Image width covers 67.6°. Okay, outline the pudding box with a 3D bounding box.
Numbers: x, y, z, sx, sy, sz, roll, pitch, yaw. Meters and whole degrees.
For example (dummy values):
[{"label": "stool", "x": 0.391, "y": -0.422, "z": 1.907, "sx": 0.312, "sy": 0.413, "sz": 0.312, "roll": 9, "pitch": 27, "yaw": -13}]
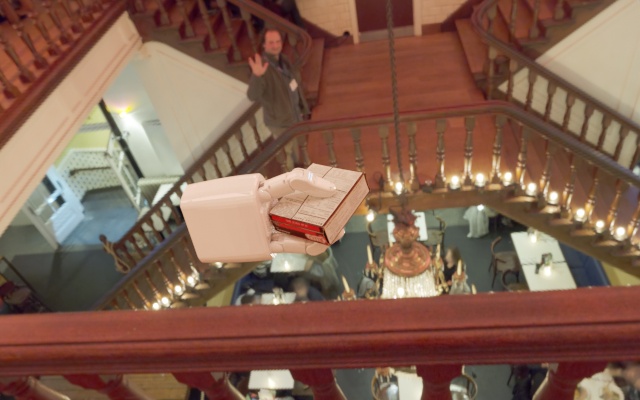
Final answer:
[{"label": "pudding box", "x": 0.000, "y": 0.002, "z": 0.633, "sx": 0.090, "sy": 0.039, "sz": 0.113, "roll": 14, "pitch": 51, "yaw": 33}]
